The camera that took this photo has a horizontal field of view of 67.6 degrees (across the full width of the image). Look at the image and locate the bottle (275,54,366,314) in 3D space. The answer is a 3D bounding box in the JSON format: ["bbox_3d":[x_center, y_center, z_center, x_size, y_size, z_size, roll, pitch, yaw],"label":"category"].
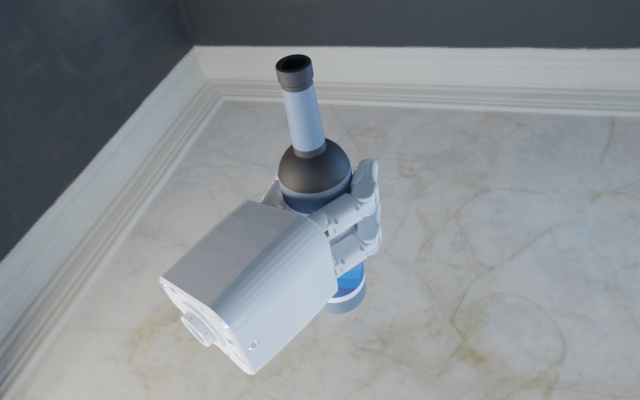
[{"bbox_3d":[0.000,0.002,0.455,0.069,0.069,0.296,0,-44,11],"label":"bottle"}]
